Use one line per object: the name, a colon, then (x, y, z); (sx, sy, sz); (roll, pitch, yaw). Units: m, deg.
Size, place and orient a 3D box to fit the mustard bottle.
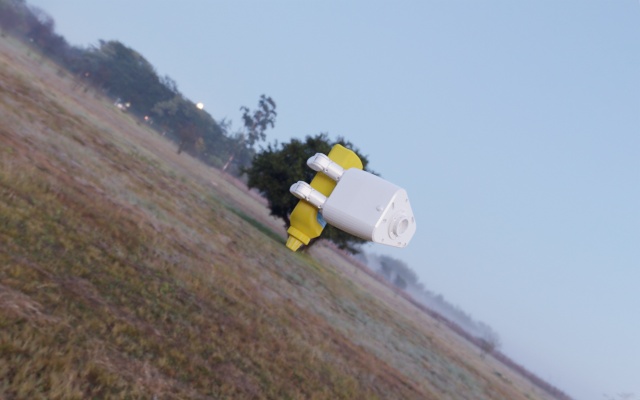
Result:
mustard bottle: (0.000, 0.002, 0.824); (0.058, 0.191, 0.096); (30, -9, 17)
